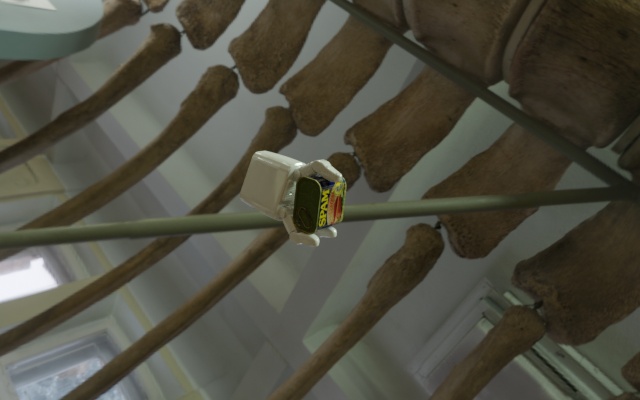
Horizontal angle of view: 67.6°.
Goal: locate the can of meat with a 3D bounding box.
[{"bbox_3d":[0.000,0.003,0.873,0.057,0.102,0.084,19,21,35],"label":"can of meat"}]
